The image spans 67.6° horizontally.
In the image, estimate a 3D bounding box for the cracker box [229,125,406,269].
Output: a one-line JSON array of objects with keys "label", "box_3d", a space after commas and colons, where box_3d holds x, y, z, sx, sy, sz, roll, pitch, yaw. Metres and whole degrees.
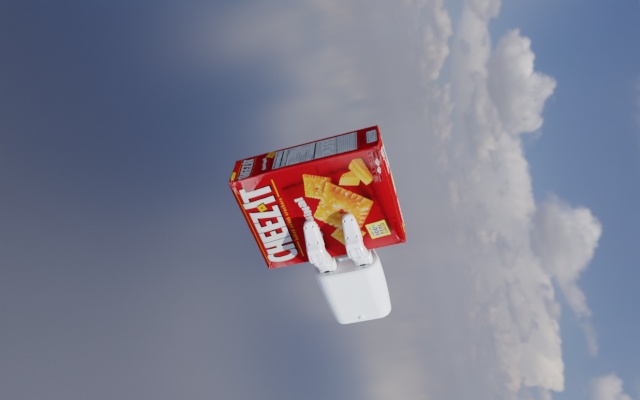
[{"label": "cracker box", "box_3d": [0.000, 0.002, 0.684, 0.214, 0.164, 0.072, -13, 31, 11]}]
